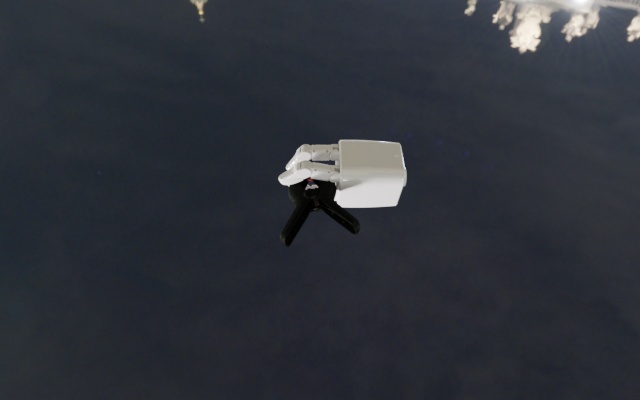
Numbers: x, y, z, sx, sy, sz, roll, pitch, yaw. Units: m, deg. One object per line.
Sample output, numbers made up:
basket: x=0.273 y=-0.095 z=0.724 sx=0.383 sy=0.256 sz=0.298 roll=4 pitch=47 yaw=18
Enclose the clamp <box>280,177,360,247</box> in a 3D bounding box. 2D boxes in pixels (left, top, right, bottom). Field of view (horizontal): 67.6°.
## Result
clamp: x=0.000 y=0.003 z=0.762 sx=0.120 sy=0.171 sz=0.039 roll=0 pitch=-44 yaw=1
